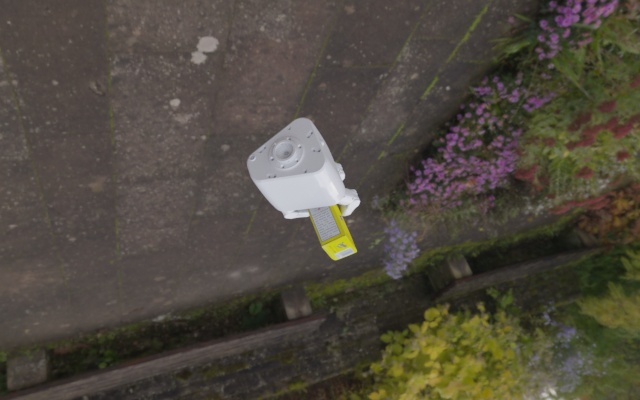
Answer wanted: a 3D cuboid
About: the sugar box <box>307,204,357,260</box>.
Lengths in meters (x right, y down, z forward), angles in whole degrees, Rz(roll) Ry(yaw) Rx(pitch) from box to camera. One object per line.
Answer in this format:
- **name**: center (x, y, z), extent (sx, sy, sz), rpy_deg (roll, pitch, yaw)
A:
- **sugar box**: center (0.001, 0.002, 0.769), extent (0.048, 0.176, 0.093), rpy_deg (-23, -25, 5)
